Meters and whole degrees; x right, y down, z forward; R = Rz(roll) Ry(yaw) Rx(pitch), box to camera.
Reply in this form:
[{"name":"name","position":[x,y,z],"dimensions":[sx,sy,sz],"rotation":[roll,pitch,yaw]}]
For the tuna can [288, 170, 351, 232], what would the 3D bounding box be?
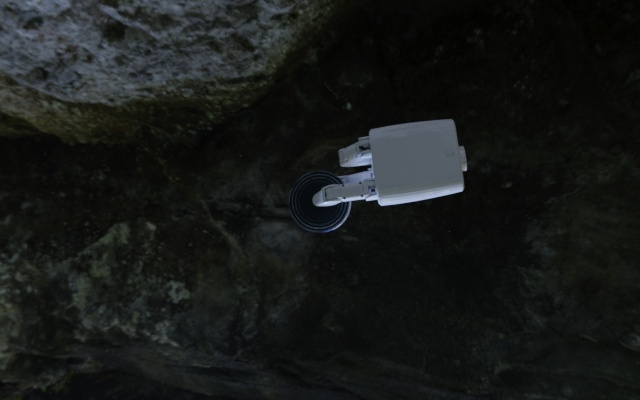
[{"name":"tuna can","position":[0.000,0.002,0.672],"dimensions":[0.086,0.086,0.034],"rotation":[0,-4,10]}]
